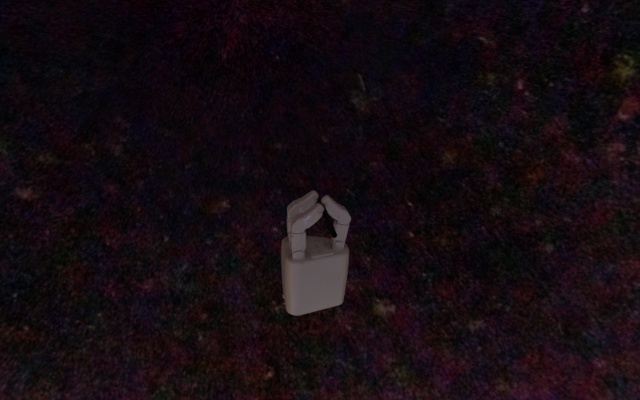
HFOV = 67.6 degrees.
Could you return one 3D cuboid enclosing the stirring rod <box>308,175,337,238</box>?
[{"bbox_3d":[0.000,0.003,0.780,0.011,0.011,0.239,0,23,-10],"label":"stirring rod"}]
